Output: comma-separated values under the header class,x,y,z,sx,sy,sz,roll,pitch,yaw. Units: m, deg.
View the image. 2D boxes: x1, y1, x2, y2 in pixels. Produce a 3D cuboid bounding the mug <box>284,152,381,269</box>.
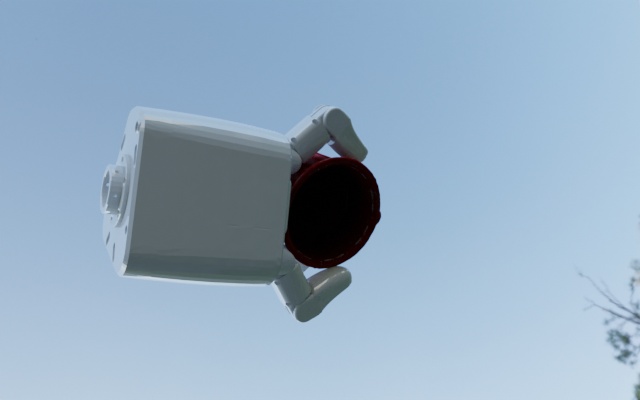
class,x,y,z,sx,sy,sz,roll,pitch,yaw
mug,0.001,0.001,0.417,0.117,0.093,0.081,8,12,-34
